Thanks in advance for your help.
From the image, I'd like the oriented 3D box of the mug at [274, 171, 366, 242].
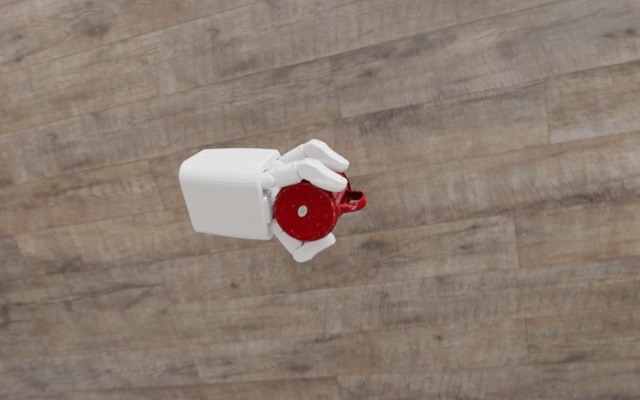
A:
[{"bbox_3d":[0.001,0.002,0.613,0.117,0.093,0.081,3,21,12],"label":"mug"}]
